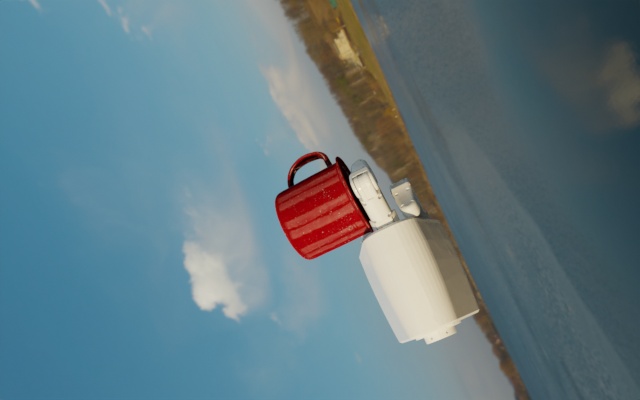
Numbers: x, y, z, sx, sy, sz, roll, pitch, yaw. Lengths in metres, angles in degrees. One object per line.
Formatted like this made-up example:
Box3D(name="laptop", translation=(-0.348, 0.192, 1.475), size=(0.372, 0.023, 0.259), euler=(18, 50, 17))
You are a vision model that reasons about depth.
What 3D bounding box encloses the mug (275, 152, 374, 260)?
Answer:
Box3D(name="mug", translation=(-0.001, 0.001, 0.517), size=(0.081, 0.117, 0.093), euler=(-27, -19, 11))
